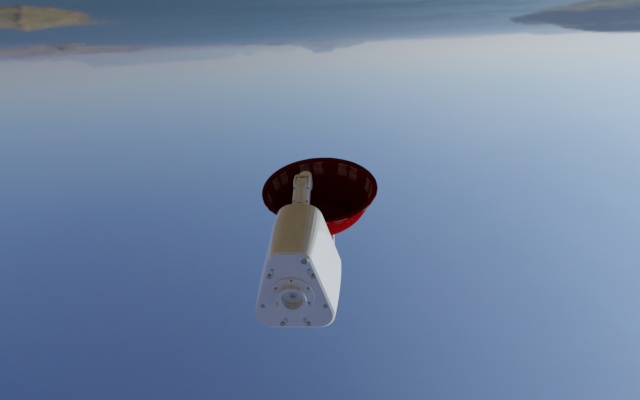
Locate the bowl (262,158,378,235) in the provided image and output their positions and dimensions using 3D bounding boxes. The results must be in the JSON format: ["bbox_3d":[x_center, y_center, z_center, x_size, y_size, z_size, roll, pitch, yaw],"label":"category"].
[{"bbox_3d":[0.001,0.002,0.684,0.162,0.055,0.162,-3,37,2],"label":"bowl"}]
